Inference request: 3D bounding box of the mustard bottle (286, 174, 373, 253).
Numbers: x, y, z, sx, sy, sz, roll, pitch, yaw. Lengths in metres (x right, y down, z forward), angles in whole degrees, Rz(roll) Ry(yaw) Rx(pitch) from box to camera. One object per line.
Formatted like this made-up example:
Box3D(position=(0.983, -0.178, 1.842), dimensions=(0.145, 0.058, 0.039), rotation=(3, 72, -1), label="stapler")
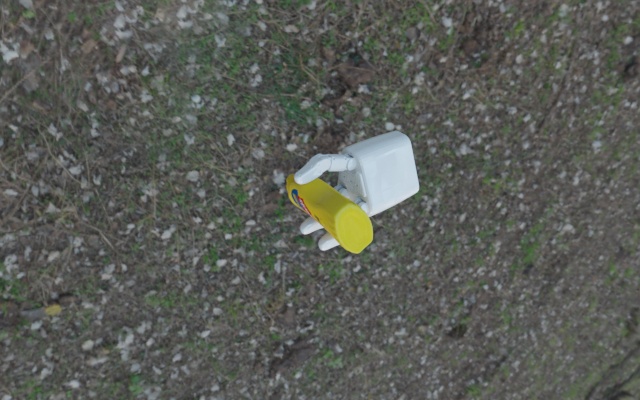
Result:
Box3D(position=(0.000, 0.003, 0.752), dimensions=(0.191, 0.058, 0.096), rotation=(39, -12, 47), label="mustard bottle")
